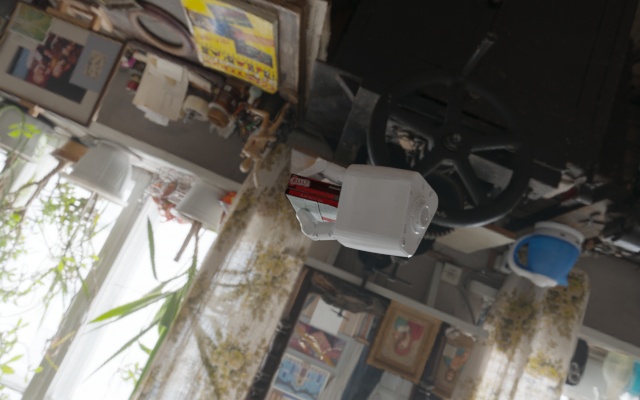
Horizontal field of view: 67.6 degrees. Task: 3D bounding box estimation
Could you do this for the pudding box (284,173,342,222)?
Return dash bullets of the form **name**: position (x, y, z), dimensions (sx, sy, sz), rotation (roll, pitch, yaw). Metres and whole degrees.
- **pudding box**: position (0.000, 0.003, 0.738), dimensions (0.090, 0.039, 0.113), rotation (16, -17, 12)
